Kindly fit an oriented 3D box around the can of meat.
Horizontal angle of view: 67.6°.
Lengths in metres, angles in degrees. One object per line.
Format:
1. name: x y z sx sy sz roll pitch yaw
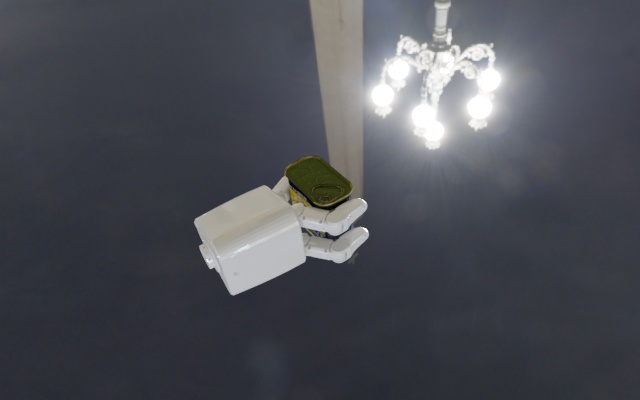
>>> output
1. can of meat: 0.000 0.002 0.642 0.057 0.084 0.102 -28 46 -21
